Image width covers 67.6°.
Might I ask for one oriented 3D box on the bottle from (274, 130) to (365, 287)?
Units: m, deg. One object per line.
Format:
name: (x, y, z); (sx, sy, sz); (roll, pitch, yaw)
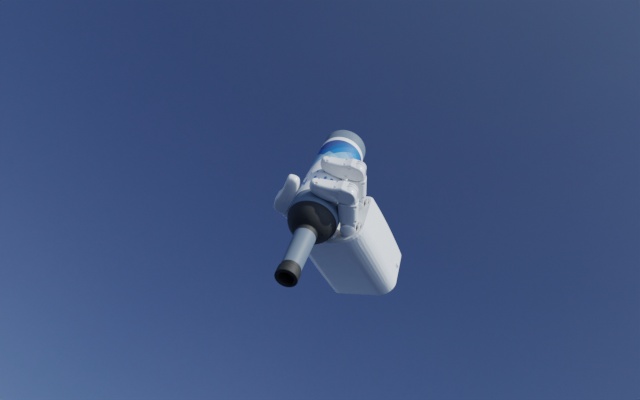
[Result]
bottle: (0.000, 0.002, 0.636); (0.069, 0.069, 0.295); (0, 35, 18)
